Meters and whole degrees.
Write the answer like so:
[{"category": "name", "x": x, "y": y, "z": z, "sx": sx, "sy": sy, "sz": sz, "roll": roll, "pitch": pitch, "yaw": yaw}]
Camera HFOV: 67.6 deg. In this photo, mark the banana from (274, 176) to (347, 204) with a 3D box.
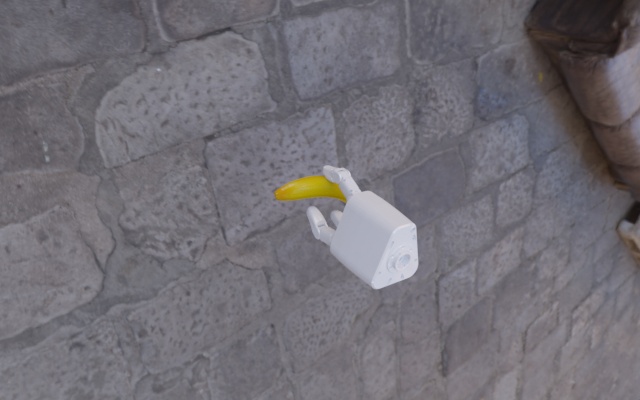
[{"category": "banana", "x": 0.012, "y": -0.012, "z": 0.826, "sx": 0.198, "sy": 0.070, "sz": 0.037, "roll": 14, "pitch": 24, "yaw": -43}]
